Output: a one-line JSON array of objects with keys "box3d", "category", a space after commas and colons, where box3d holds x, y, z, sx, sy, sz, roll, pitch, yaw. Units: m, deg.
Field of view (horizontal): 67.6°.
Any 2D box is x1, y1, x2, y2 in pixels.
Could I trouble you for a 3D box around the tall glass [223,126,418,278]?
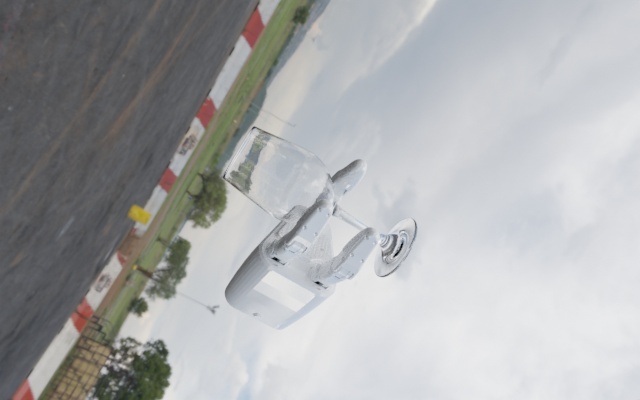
[{"box3d": [0.001, 0.002, 0.503, 0.201, 0.079, 0.079, 32, -8, -14], "category": "tall glass"}]
